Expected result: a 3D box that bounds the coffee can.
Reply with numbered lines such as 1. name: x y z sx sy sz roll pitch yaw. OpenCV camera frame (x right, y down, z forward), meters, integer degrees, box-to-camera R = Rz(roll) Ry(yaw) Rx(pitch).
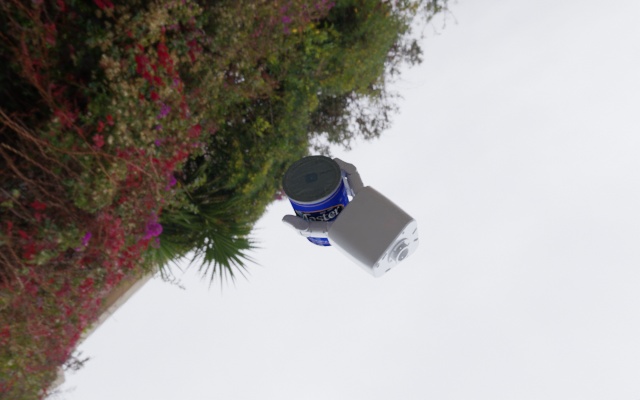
1. coffee can: 0.000 0.003 0.852 0.103 0.102 0.140 0 -36 16
